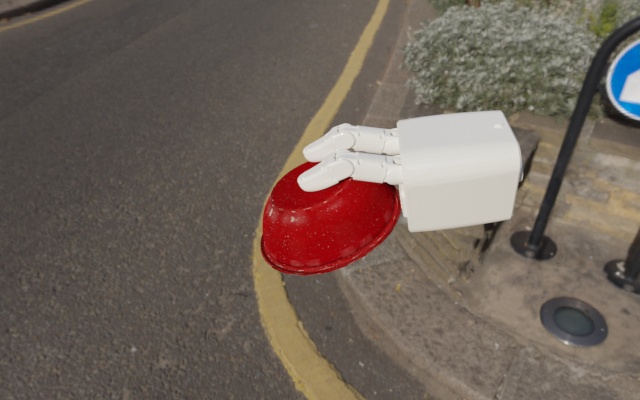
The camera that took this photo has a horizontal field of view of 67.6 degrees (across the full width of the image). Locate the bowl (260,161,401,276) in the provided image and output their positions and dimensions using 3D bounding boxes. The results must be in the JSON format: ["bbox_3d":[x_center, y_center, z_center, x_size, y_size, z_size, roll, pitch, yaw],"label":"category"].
[{"bbox_3d":[-0.001,0.002,0.502,0.162,0.055,0.162,-18,33,12],"label":"bowl"}]
